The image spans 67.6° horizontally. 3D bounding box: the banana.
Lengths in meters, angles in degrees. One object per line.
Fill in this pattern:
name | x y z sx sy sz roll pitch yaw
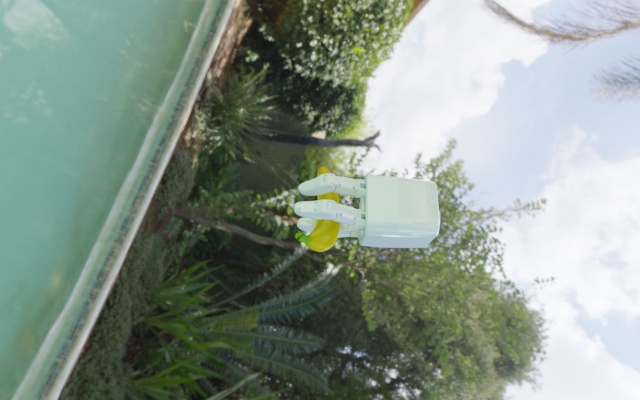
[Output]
banana | 0.006 0.019 0.738 0.037 0.070 0.197 -15 29 18
